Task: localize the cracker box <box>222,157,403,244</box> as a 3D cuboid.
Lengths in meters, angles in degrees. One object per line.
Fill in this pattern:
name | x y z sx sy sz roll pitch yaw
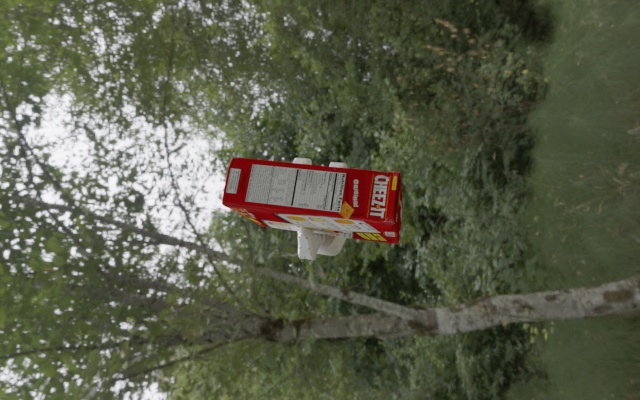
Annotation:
cracker box | 0.000 0.002 0.641 0.213 0.072 0.164 6 -12 12
